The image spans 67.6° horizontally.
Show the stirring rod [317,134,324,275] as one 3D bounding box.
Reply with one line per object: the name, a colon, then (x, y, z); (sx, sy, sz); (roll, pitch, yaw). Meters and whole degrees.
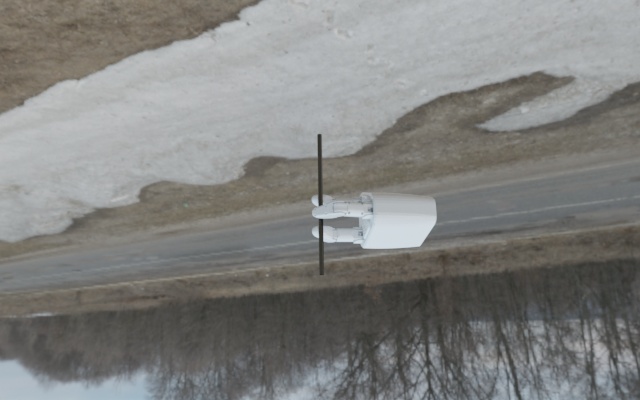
stirring rod: (0.000, 0.002, 0.792); (0.011, 0.239, 0.011); (-1, -15, 0)
